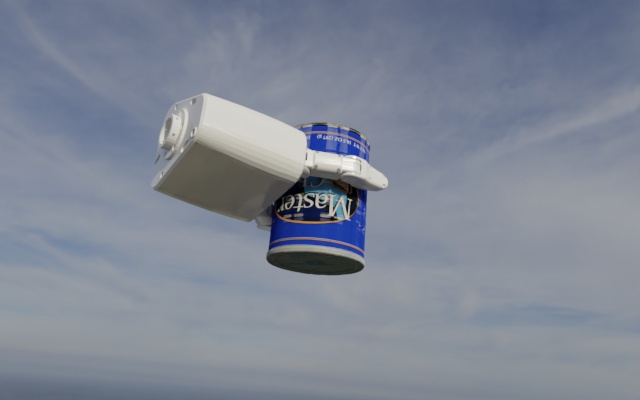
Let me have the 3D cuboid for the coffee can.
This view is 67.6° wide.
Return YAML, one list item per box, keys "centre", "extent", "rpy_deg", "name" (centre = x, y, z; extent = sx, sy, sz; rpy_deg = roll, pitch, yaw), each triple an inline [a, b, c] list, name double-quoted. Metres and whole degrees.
- centre: [0.000, 0.002, 0.520]
  extent: [0.103, 0.140, 0.103]
  rpy_deg: [4, -21, 2]
  name: "coffee can"
